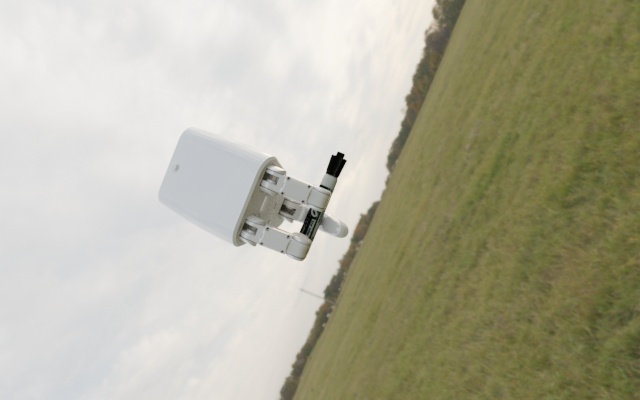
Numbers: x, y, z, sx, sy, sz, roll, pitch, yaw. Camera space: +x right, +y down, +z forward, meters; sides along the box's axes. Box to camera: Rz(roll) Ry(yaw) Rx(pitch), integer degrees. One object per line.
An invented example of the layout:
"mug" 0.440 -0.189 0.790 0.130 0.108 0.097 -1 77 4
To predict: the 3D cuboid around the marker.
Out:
"marker" 0.000 0.002 0.540 0.020 0.121 0.020 23 3 -1
